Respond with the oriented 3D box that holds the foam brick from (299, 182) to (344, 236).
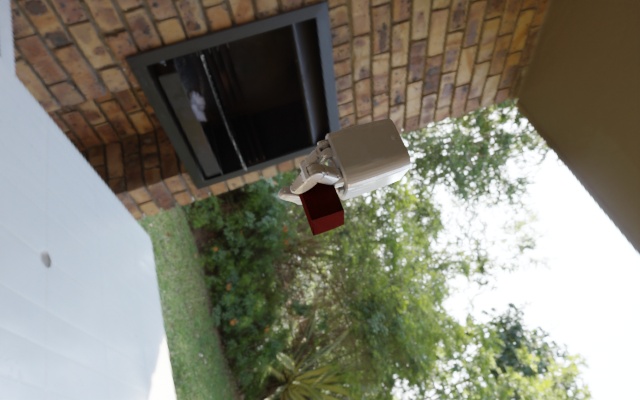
[{"bbox_3d":[0.000,0.003,0.720,0.051,0.078,0.053,-17,-27,-7],"label":"foam brick"}]
